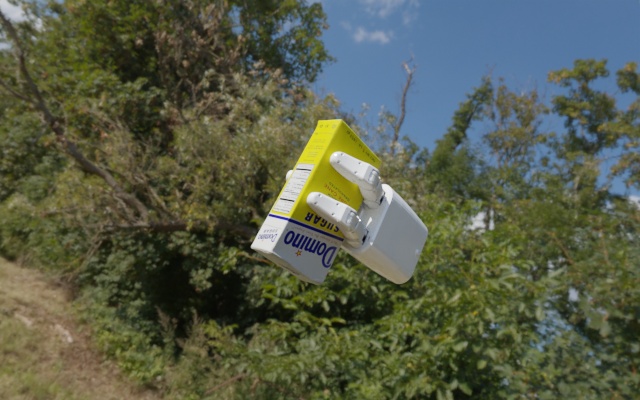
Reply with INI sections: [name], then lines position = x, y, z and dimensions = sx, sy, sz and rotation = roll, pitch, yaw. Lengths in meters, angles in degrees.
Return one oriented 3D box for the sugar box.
[sugar box]
position = 0.001, 0.002, 0.564
dimensions = 0.048, 0.176, 0.093
rotation = 6, -25, 47
